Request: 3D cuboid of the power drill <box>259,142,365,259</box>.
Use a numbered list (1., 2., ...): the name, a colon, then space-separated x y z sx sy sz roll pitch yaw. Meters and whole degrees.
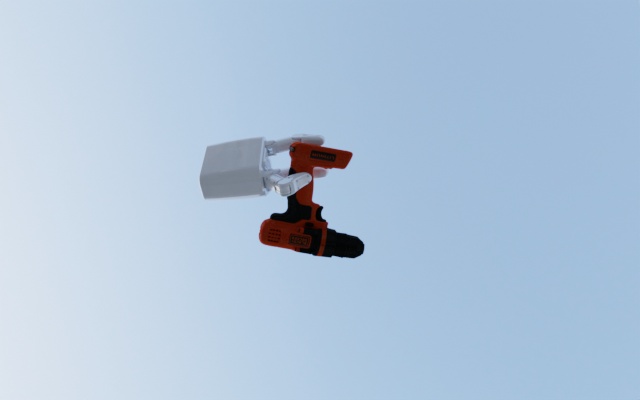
1. power drill: 0.000 0.002 0.808 0.184 0.187 0.057 10 6 -11
